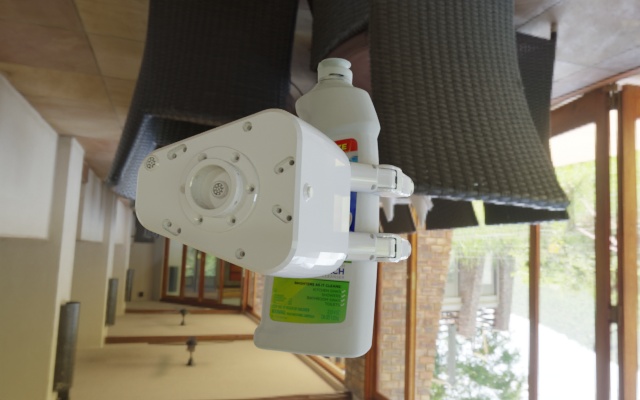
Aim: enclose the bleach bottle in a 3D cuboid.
[{"bbox_3d":[0.000,0.001,0.420,0.102,0.251,0.068,0,-6,15],"label":"bleach bottle"}]
